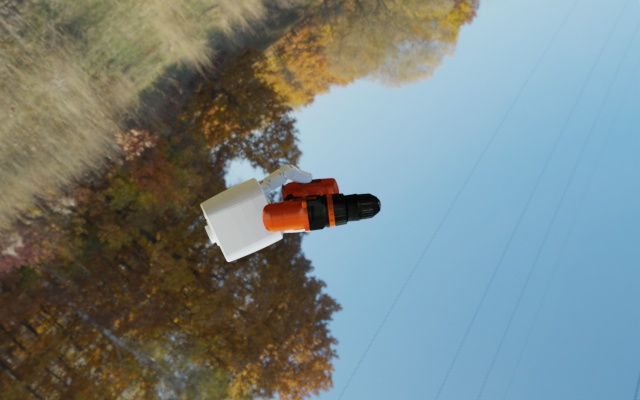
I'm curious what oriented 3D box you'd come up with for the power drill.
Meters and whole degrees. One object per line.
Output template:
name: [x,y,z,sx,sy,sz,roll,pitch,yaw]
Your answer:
power drill: [0.000,0.003,0.807,0.184,0.057,0.187,-5,10,0]
